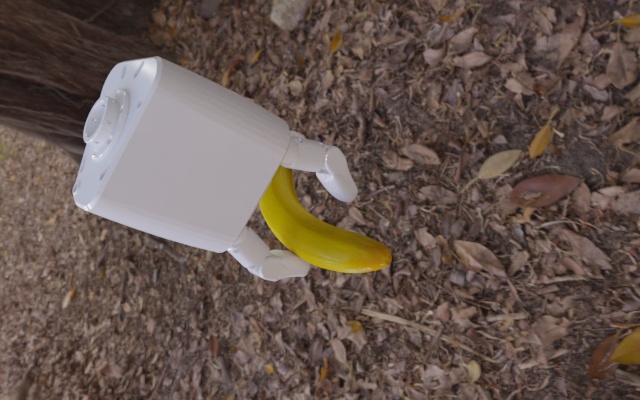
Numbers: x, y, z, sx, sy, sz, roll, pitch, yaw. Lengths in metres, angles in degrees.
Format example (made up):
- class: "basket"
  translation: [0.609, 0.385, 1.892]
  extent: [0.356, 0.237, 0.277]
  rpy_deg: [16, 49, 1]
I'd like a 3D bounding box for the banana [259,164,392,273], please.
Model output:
- class: "banana"
  translation: [-0.013, 0.014, 0.435]
  extent: [0.037, 0.069, 0.197]
  rpy_deg: [32, 12, -43]
